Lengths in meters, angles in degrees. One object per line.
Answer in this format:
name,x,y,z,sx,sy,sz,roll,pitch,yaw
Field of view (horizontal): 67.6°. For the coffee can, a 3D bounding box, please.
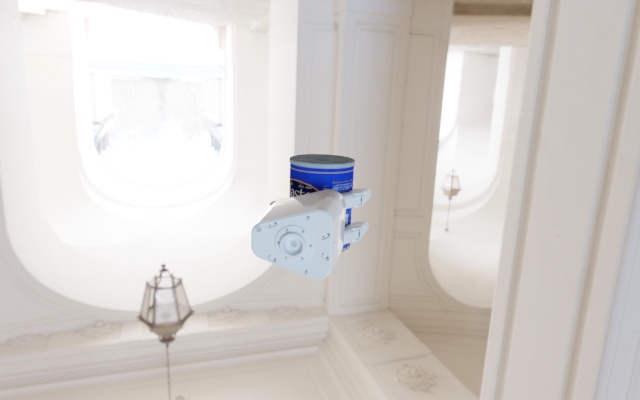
coffee can,0.000,0.002,0.760,0.103,0.140,0.102,2,14,-1
